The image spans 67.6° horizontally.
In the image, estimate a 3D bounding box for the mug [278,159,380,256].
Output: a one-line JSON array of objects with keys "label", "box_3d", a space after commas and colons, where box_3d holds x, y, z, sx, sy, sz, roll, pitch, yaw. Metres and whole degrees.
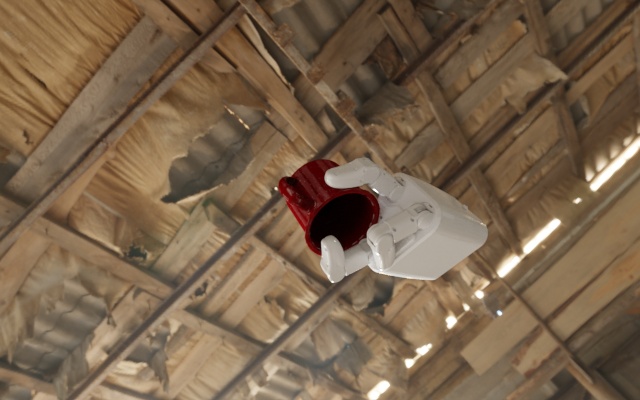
[{"label": "mug", "box_3d": [-0.001, 0.001, 0.550, 0.117, 0.093, 0.081, 17, 24, -38]}]
